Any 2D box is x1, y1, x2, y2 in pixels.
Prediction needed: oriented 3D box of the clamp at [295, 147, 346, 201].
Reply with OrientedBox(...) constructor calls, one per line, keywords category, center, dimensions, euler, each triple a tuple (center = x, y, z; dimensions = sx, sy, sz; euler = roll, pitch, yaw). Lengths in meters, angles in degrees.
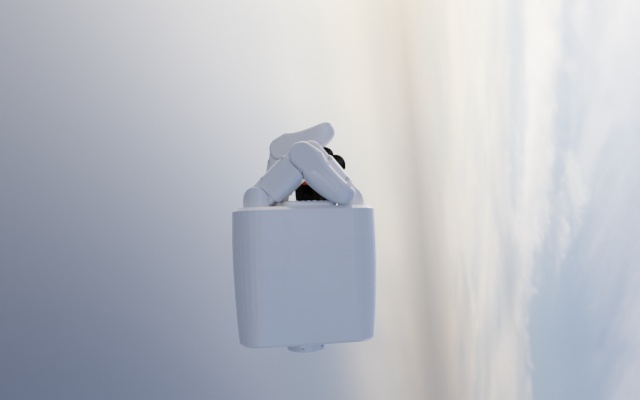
OrientedBox(category="clamp", center=(0.001, 0.002, 0.493), dimensions=(0.039, 0.120, 0.171), euler=(0, -3, 12))
